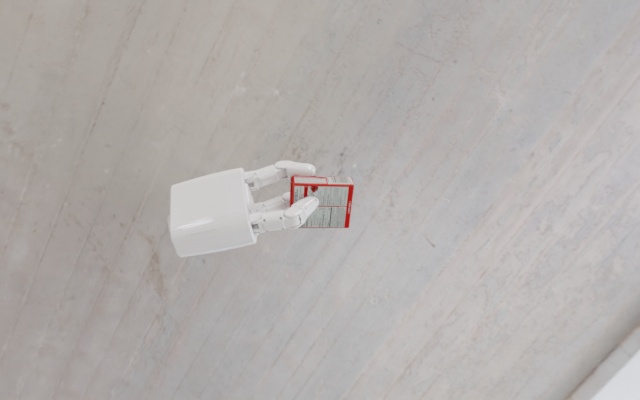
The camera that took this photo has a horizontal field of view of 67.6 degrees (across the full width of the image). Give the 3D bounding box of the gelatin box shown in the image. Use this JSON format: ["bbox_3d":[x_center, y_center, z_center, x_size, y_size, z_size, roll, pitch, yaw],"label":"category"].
[{"bbox_3d":[0.000,0.002,0.686,0.089,0.073,0.030,1,30,-6],"label":"gelatin box"}]
